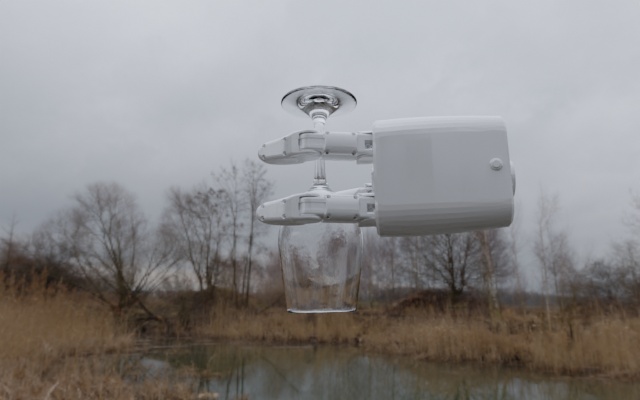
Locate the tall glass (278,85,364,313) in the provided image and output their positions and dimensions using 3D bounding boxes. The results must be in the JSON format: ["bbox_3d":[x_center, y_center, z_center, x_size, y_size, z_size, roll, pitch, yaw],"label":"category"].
[{"bbox_3d":[0.000,0.001,0.443,0.079,0.201,0.079,0,-13,0],"label":"tall glass"}]
